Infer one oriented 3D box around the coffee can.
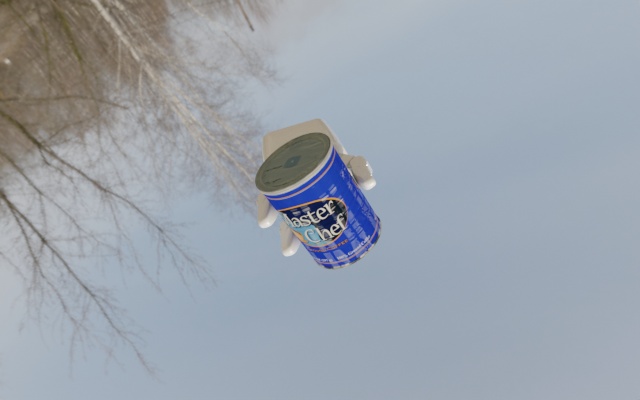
[{"bbox_3d":[0.000,0.002,0.592,0.103,0.102,0.140,0,-44,43],"label":"coffee can"}]
